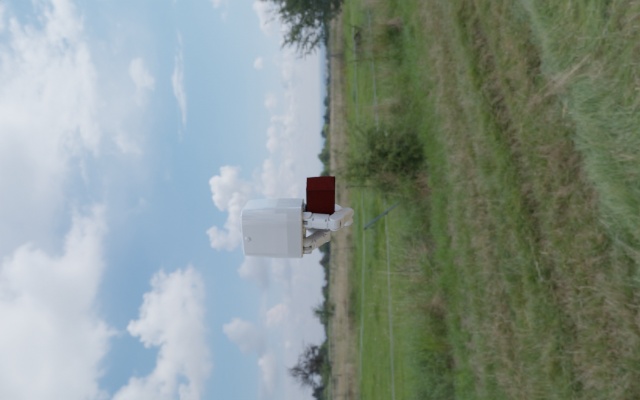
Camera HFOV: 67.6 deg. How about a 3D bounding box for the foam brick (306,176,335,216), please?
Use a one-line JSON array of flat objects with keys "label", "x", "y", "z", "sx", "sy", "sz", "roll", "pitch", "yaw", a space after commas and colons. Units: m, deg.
[{"label": "foam brick", "x": 0.000, "y": 0.002, "z": 0.841, "sx": 0.051, "sy": 0.078, "sz": 0.053, "roll": 1, "pitch": 30, "yaw": 1}]
